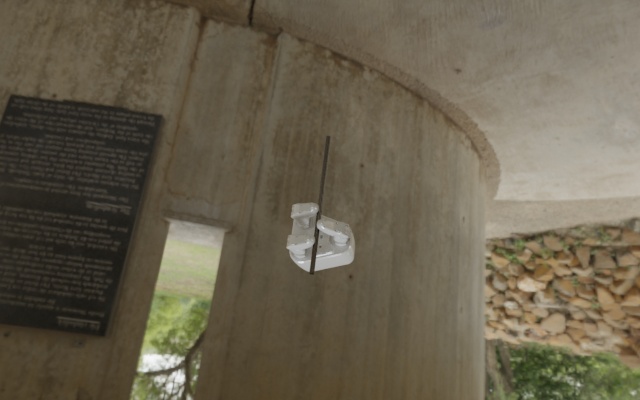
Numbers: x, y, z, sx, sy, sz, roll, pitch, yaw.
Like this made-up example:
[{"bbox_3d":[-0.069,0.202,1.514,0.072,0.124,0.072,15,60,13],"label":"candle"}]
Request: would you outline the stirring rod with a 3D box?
[{"bbox_3d":[0.000,0.003,0.790,0.011,0.239,0.011,6,-18,2],"label":"stirring rod"}]
